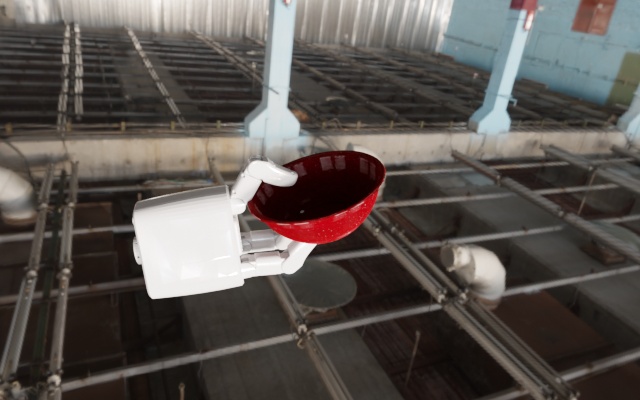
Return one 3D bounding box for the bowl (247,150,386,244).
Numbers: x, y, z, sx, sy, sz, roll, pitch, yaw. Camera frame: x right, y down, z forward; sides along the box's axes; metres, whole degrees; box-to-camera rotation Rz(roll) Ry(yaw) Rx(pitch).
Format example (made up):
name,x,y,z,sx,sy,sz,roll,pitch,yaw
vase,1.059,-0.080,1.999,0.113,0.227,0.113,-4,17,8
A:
name,x,y,z,sx,sy,sz,roll,pitch,yaw
bowl,0.001,0.002,0.556,0.162,0.055,0.162,-12,29,7
